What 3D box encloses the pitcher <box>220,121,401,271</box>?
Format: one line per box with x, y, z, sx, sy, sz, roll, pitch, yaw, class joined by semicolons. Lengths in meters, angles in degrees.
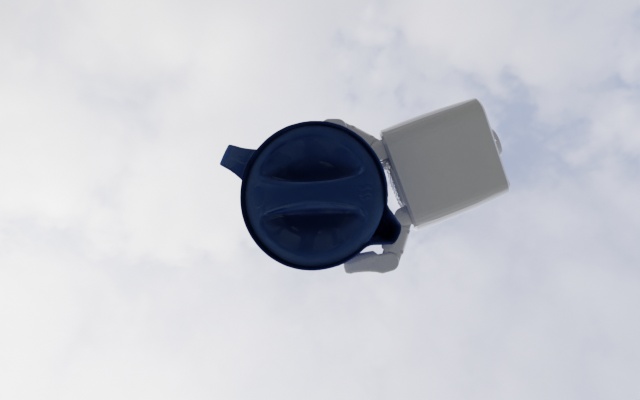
0.000;0.002;0.533;0.145;0.149;0.243;-22;-9;5;pitcher
